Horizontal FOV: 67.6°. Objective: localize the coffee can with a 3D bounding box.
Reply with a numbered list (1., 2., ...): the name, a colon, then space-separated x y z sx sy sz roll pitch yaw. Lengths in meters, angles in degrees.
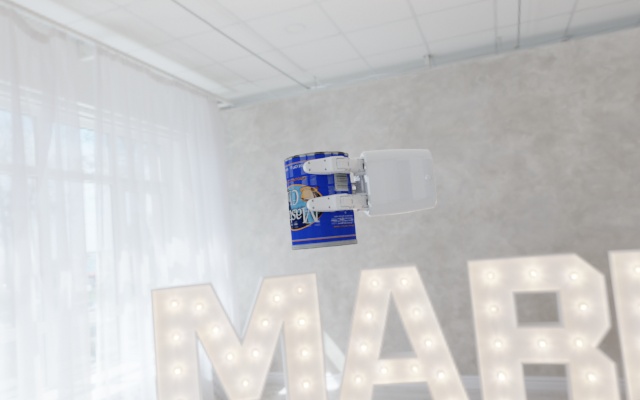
1. coffee can: 0.000 0.003 0.743 0.103 0.140 0.103 -5 -5 0
